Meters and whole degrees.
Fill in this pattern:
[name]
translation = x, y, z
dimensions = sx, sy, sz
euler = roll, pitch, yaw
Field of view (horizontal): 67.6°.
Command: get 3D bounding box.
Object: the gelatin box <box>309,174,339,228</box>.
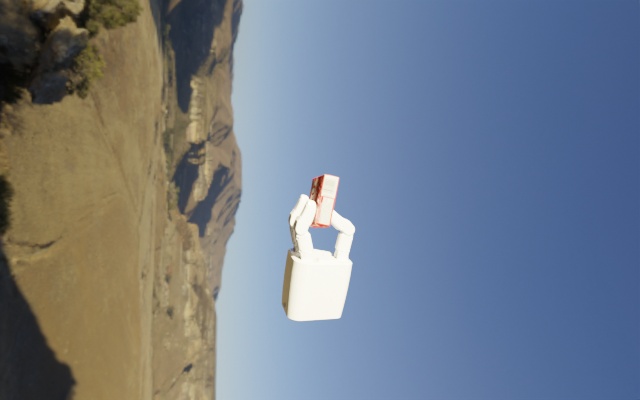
[gelatin box]
translation = 0.001, 0.002, 0.831
dimensions = 0.030, 0.089, 0.073
euler = 13, -7, -16
